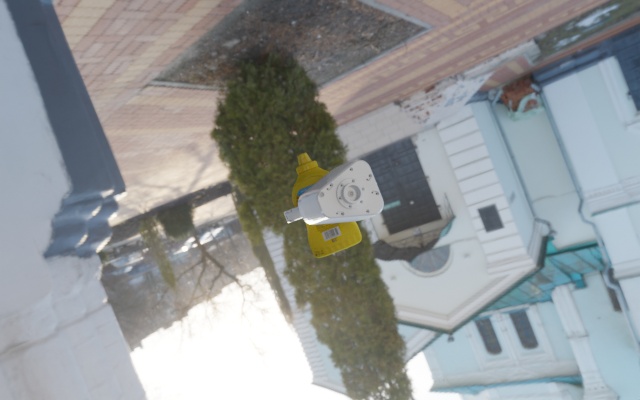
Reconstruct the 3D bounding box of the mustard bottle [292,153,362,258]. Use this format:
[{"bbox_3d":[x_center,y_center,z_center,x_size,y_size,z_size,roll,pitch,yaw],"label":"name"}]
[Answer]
[{"bbox_3d":[0.000,0.003,0.890,0.096,0.191,0.058,-22,1,7],"label":"mustard bottle"}]
